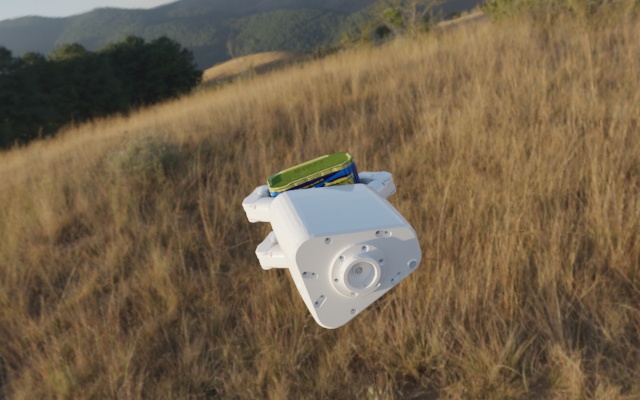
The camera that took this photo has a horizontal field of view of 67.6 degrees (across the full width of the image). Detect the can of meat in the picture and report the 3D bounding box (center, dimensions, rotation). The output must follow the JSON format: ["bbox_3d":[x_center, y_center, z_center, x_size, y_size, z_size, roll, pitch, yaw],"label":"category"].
[{"bbox_3d":[0.000,0.001,0.529,0.102,0.084,0.057,-21,23,-5],"label":"can of meat"}]
